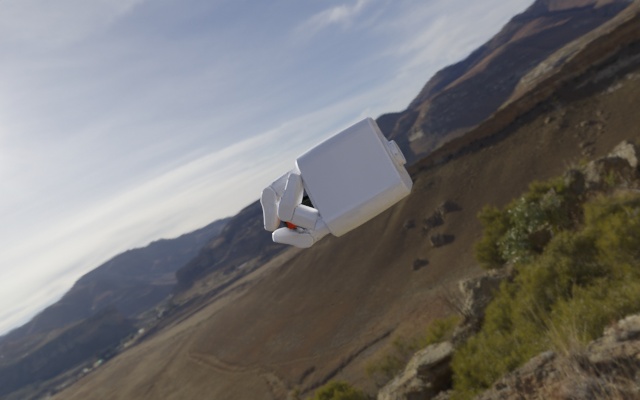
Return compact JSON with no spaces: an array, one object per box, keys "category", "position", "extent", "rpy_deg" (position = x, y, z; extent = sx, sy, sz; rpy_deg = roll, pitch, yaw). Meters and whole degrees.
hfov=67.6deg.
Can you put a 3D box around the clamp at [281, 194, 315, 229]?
[{"category":"clamp","position":[0.000,0.002,0.687],"extent":[0.120,0.039,0.171],"rpy_deg":[-31,3,17]}]
